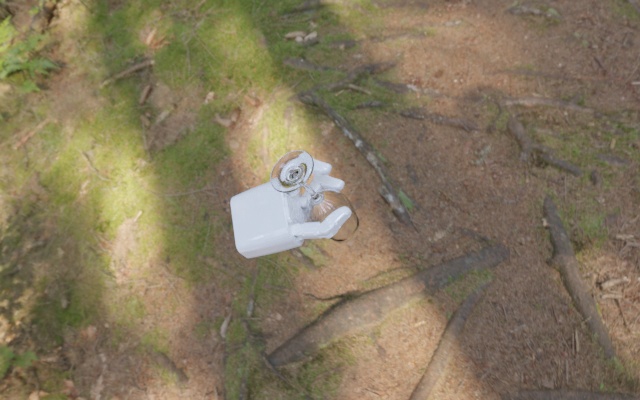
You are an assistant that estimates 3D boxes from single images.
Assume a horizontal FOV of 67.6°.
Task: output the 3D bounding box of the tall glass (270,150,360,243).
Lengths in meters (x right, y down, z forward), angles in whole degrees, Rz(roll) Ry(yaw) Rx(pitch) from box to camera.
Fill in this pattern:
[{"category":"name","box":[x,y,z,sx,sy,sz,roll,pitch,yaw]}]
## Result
[{"category":"tall glass","box":[0.000,0.002,0.790,0.079,0.079,0.201,0,-28,30]}]
